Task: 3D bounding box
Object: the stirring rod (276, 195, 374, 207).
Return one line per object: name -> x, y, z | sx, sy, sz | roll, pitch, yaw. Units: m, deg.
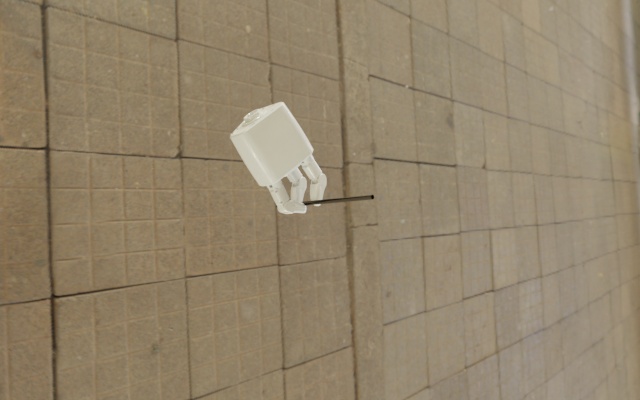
stirring rod -> 0.000, 0.003, 0.864 | 0.239, 0.011, 0.011 | -6, -4, 45
